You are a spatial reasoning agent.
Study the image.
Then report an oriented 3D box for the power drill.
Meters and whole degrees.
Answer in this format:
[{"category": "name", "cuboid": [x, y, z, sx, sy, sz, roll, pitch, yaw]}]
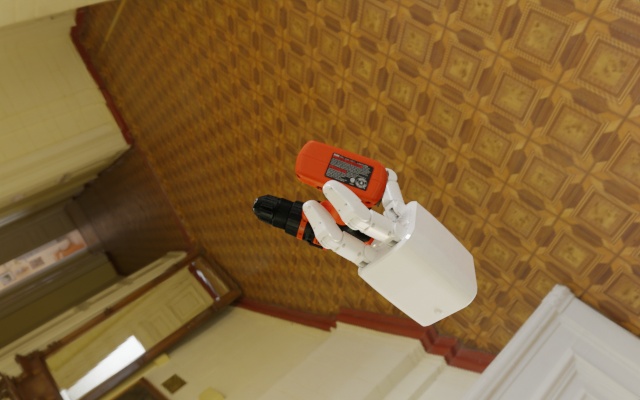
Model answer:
[{"category": "power drill", "cuboid": [0.000, 0.002, 0.616, 0.184, 0.057, 0.188, 17, -27, 2]}]
